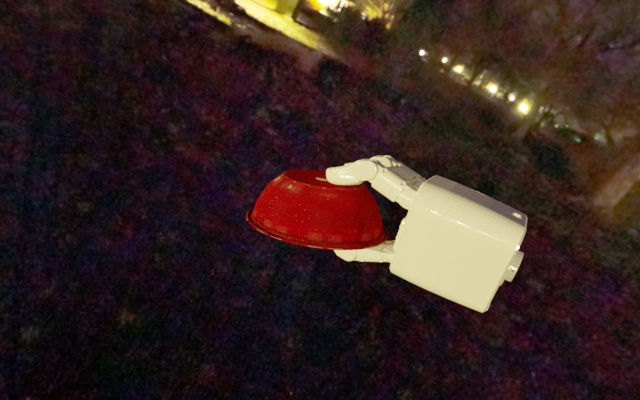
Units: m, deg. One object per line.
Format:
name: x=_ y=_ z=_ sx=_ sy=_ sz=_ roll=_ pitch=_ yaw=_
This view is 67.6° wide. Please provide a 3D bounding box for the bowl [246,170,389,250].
bowl: x=-0.001 y=0.001 z=0.535 sx=0.162 sy=0.055 sz=0.162 roll=8 pitch=14 yaw=-2
